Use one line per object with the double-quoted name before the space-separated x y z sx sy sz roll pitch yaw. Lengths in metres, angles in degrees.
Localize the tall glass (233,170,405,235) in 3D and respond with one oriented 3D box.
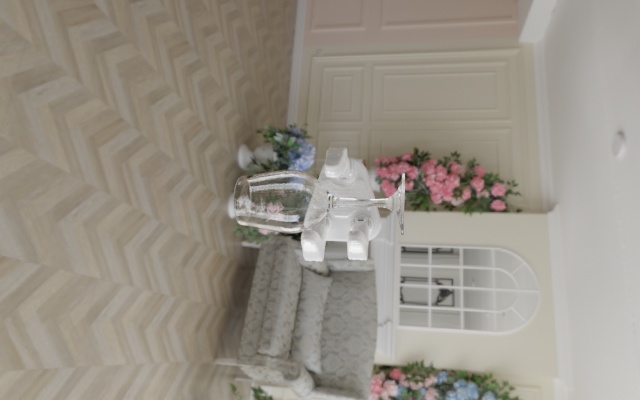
"tall glass" 0.001 0.002 0.578 0.201 0.079 0.079 1 0 10
